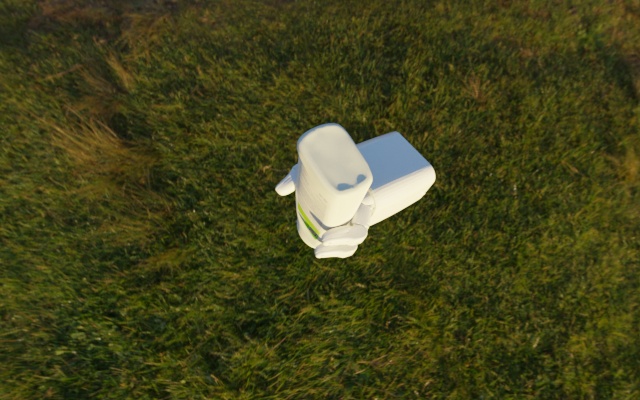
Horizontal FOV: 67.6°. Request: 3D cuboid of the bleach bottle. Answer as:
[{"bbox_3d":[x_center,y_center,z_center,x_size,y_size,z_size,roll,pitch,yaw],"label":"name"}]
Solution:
[{"bbox_3d":[0.000,0.002,0.672,0.068,0.102,0.251,-26,-17,-19],"label":"bleach bottle"}]
